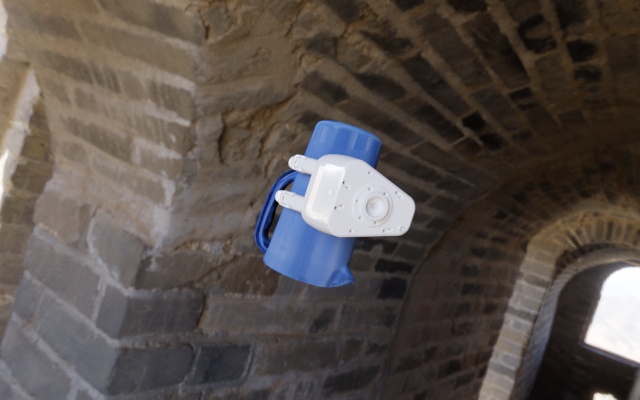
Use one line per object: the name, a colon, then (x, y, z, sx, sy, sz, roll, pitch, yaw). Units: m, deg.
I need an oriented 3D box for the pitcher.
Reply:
pitcher: (0.000, 0.002, 0.747, 0.149, 0.243, 0.145, 18, 1, -16)
